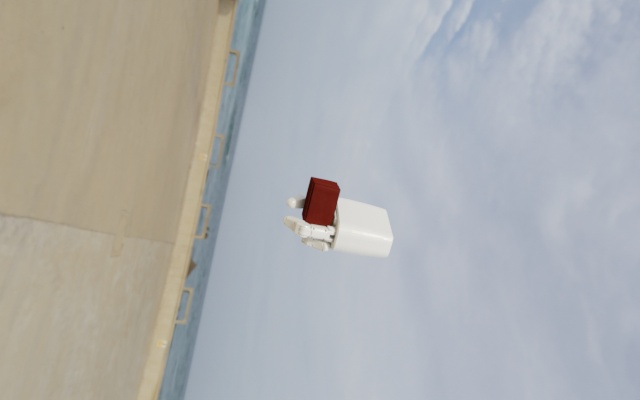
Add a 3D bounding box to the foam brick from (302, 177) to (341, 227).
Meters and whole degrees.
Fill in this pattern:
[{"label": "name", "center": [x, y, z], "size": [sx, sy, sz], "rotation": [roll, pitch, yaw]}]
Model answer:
[{"label": "foam brick", "center": [0.000, 0.003, 0.867], "size": [0.051, 0.078, 0.053], "rotation": [12, 16, -9]}]
